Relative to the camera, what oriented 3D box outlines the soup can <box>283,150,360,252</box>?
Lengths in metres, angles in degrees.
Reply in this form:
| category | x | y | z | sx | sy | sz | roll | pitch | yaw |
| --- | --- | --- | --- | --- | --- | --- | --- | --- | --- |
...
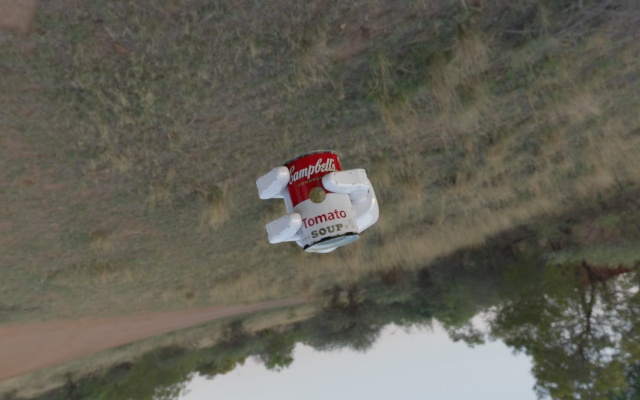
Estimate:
| category | x | y | z | sx | sy | sz | roll | pitch | yaw |
| --- | --- | --- | --- | --- | --- | --- | --- | --- | --- |
| soup can | 0.000 | 0.002 | 0.549 | 0.068 | 0.102 | 0.068 | -14 | -14 | -4 |
